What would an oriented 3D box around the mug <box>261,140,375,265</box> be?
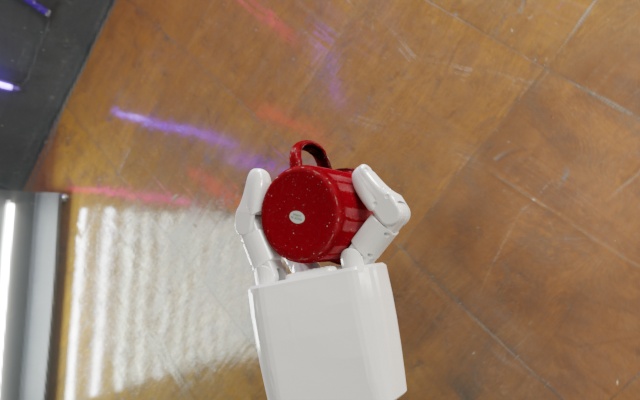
[{"bbox_3d":[0.000,0.000,0.423,0.093,0.117,0.081,-18,-12,29],"label":"mug"}]
